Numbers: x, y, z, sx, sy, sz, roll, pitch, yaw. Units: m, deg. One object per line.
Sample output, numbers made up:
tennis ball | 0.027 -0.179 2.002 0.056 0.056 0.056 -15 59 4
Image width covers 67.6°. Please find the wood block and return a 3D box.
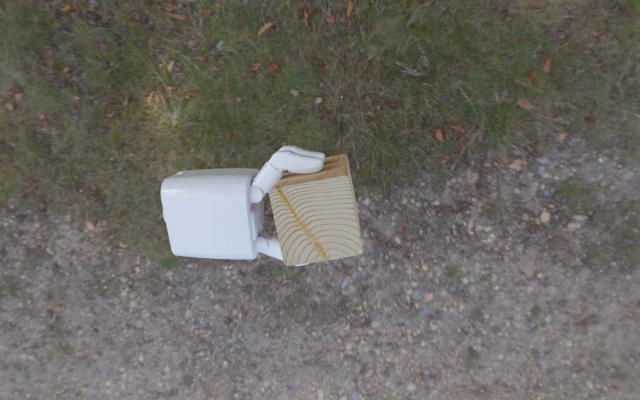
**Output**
wood block | 0.000 0.002 0.611 0.090 0.091 0.206 -10 12 5
